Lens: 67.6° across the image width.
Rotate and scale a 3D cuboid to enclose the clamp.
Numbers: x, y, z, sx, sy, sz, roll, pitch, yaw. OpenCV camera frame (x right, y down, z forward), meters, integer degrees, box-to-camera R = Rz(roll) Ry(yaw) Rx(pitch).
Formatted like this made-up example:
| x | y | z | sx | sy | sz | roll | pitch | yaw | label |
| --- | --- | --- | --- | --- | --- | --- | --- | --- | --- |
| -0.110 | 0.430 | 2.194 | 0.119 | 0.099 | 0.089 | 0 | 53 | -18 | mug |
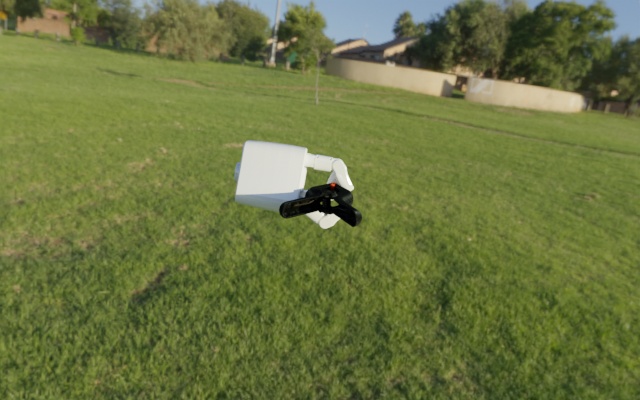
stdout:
| x | y | z | sx | sy | sz | roll | pitch | yaw | label |
| --- | --- | --- | --- | --- | --- | --- | --- | --- | --- |
| 0.000 | 0.002 | 0.754 | 0.120 | 0.039 | 0.171 | 10 | 13 | -2 | clamp |
